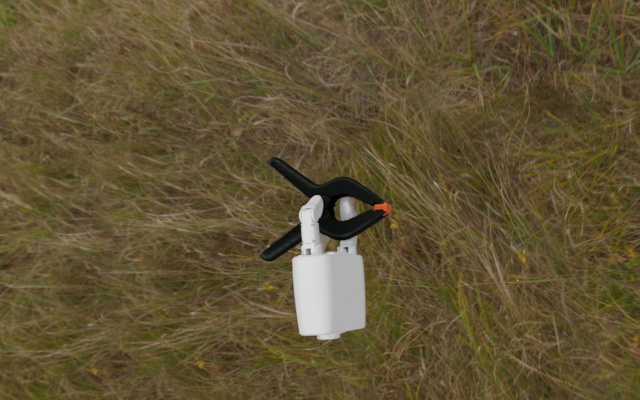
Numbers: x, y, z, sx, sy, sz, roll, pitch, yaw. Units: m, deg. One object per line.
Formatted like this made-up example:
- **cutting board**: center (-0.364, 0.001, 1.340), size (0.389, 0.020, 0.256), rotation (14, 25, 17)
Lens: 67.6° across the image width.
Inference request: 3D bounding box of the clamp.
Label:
- **clamp**: center (0.000, 0.002, 0.723), size (0.210, 0.164, 0.036), rotation (-8, -11, 21)
